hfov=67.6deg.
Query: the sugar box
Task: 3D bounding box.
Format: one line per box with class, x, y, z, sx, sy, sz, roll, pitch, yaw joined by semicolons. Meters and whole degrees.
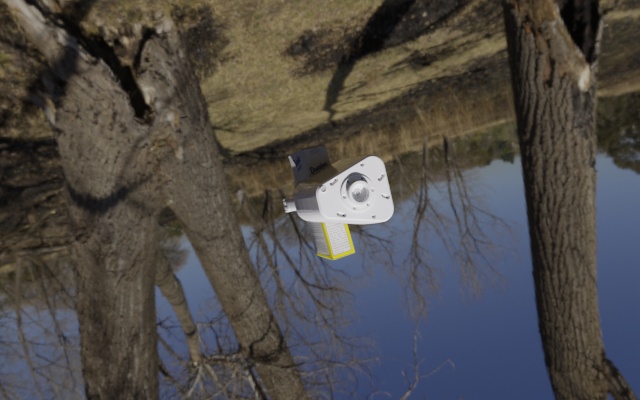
sugar box;0.001;0.002;0.769;0.048;0.176;0.093;-14;3;-18
